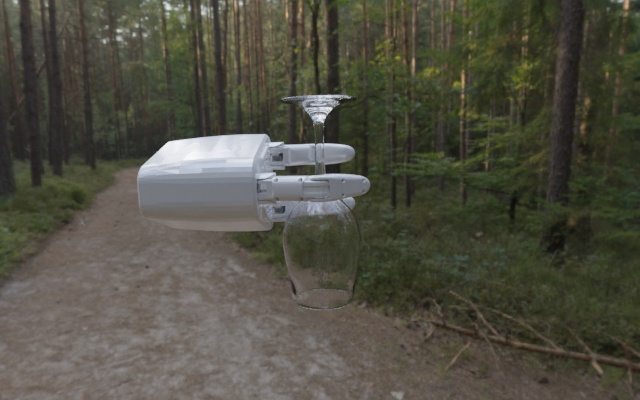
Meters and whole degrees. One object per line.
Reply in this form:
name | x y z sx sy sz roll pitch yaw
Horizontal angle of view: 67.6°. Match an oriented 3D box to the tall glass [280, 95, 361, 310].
tall glass | 0.000 0.001 0.471 0.079 0.201 0.079 -2 7 0
